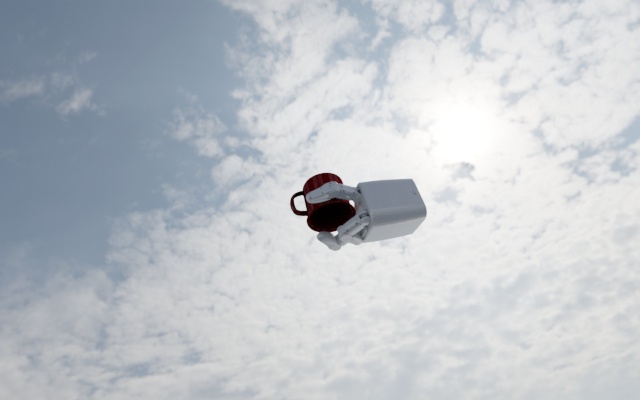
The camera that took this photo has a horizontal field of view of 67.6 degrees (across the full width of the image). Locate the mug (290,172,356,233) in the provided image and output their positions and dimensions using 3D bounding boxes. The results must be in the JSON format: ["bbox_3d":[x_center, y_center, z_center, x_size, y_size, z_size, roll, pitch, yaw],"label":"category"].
[{"bbox_3d":[-0.001,0.003,0.899,0.117,0.081,0.093,-6,-39,-11],"label":"mug"}]
